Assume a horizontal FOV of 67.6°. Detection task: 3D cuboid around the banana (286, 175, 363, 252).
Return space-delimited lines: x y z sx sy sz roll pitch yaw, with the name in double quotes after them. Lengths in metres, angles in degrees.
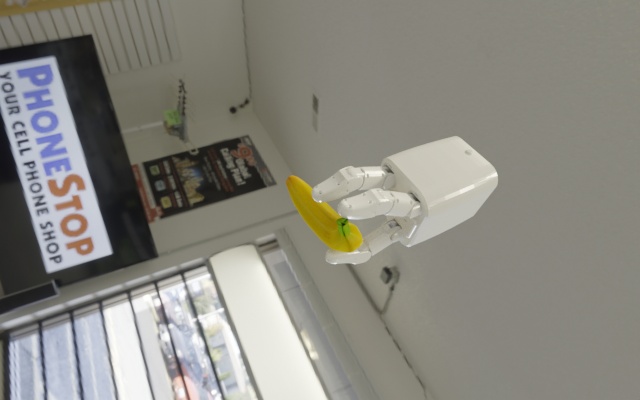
0.006 0.019 0.587 0.037 0.070 0.197 -23 23 -15 "banana"
